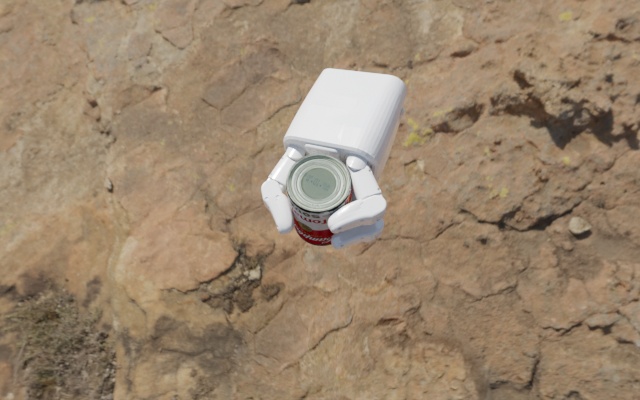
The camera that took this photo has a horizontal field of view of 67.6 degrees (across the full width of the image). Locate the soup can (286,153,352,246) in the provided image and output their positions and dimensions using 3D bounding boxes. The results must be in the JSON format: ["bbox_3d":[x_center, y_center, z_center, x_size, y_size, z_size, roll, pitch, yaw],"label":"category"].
[{"bbox_3d":[0.000,0.002,0.518,0.068,0.068,0.102,0,-24,2],"label":"soup can"}]
